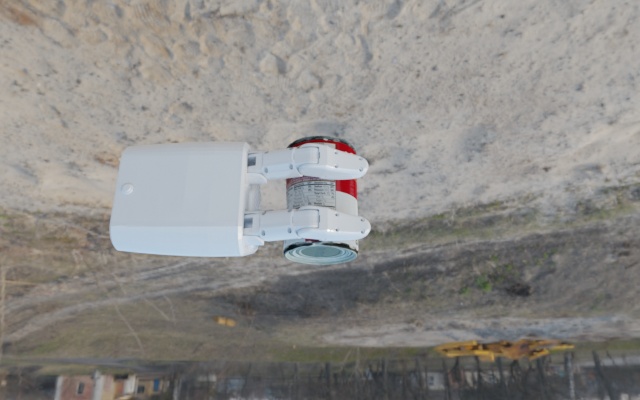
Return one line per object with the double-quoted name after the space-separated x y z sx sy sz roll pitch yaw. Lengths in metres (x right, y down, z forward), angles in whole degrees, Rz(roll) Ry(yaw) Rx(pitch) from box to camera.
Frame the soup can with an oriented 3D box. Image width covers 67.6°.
0.001 0.002 0.437 0.068 0.102 0.068 0 -21 0 "soup can"
